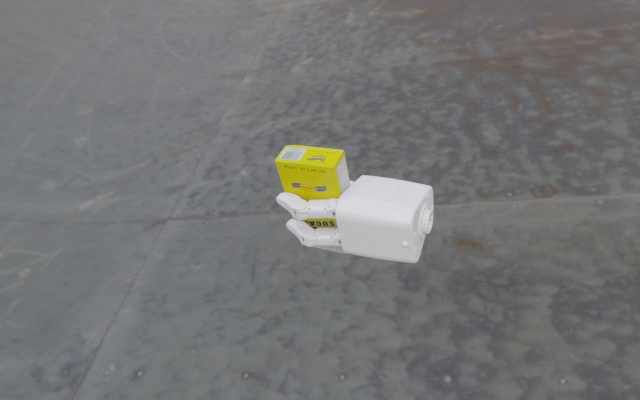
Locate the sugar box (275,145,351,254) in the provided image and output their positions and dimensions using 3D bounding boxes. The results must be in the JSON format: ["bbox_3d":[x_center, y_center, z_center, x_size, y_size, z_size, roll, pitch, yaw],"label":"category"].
[{"bbox_3d":[0.000,0.003,0.706,0.093,0.176,0.048,9,44,25],"label":"sugar box"}]
